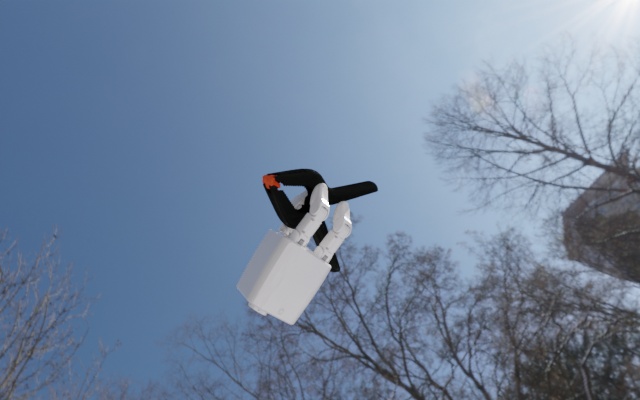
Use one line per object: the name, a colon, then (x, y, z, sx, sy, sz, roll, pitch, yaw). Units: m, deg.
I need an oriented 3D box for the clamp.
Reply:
clamp: (-0.001, 0.002, 0.747, 0.210, 0.164, 0.036, 38, -12, -37)
